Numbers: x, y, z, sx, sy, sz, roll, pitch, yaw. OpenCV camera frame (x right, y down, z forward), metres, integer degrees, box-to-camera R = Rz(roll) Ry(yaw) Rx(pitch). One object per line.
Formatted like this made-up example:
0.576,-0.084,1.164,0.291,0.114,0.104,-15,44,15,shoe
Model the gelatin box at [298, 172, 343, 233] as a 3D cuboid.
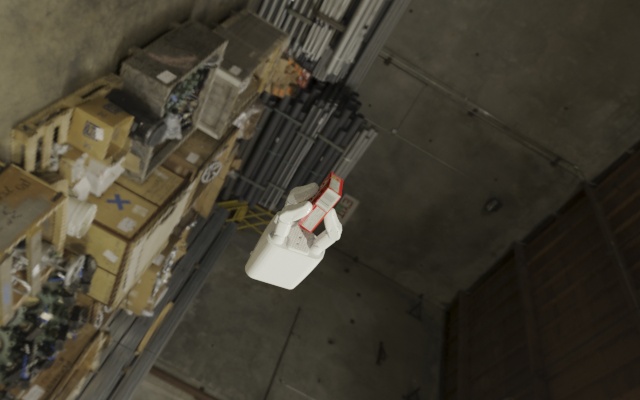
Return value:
0.001,0.003,0.813,0.030,0.089,0.073,36,23,-10,gelatin box
